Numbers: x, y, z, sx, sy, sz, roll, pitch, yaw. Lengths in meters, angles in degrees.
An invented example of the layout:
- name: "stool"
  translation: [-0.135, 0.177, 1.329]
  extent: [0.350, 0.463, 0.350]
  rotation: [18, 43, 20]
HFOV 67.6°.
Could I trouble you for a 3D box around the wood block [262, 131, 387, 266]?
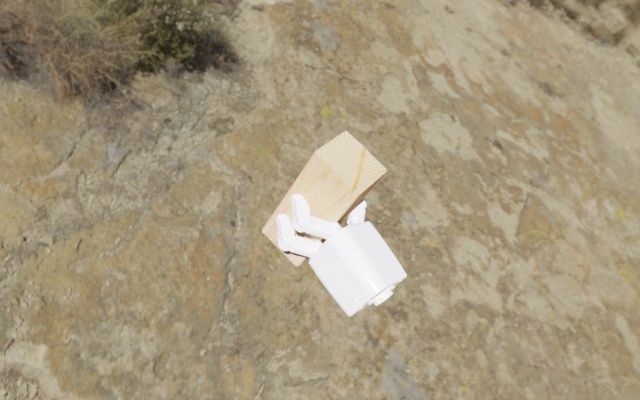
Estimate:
- name: "wood block"
  translation: [0.001, 0.003, 0.756]
  extent: [0.090, 0.090, 0.206]
  rotation: [-38, -10, -46]
